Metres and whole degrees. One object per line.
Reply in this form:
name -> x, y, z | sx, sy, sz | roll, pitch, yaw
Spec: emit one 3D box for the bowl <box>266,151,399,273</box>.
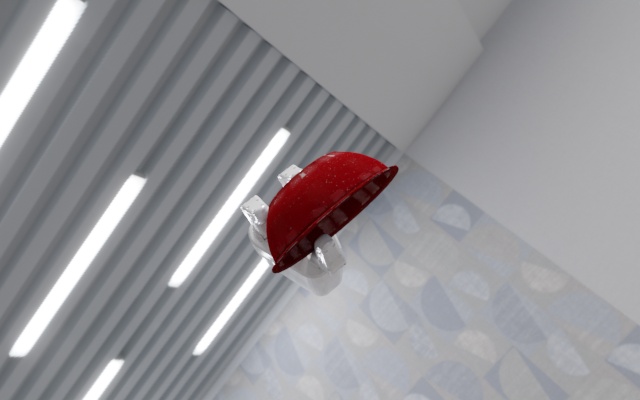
bowl -> 0.000, 0.001, 0.478 | 0.162, 0.055, 0.162 | -39, -10, -8
